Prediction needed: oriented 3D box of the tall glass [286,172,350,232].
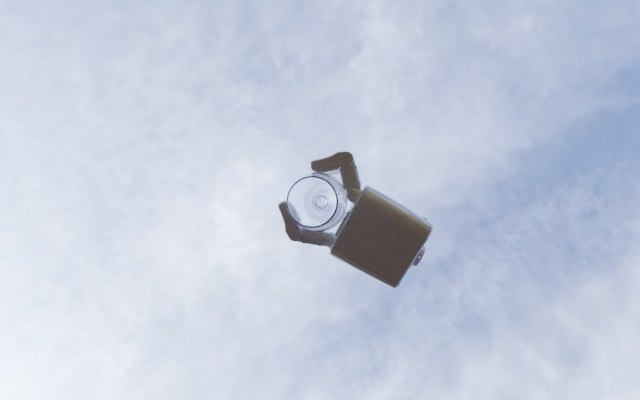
[{"bbox_3d":[0.000,0.002,0.661,0.079,0.079,0.201,0,0,6],"label":"tall glass"}]
